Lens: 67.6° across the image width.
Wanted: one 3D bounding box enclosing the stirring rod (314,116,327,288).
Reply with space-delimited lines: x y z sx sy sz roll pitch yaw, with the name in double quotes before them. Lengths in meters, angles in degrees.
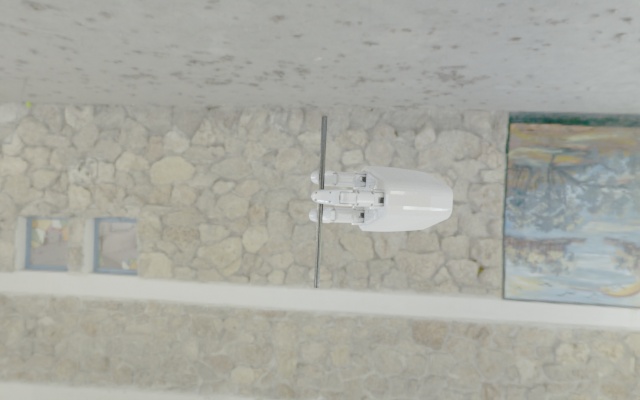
"stirring rod" 0.000 0.002 0.668 0.011 0.239 0.011 3 1 0
